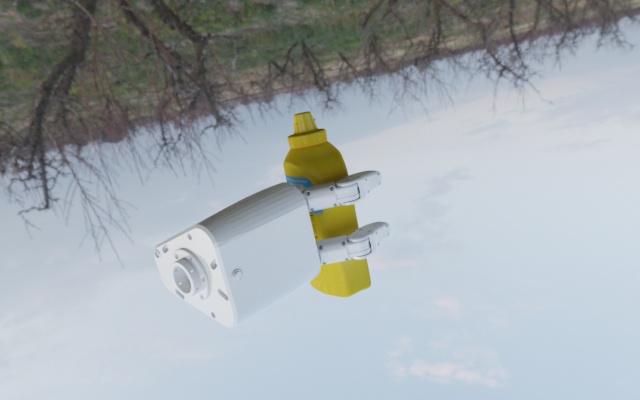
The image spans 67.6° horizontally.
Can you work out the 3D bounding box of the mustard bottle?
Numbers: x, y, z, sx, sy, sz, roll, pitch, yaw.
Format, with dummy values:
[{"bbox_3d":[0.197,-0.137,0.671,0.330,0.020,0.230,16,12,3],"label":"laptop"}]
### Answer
[{"bbox_3d":[0.000,0.002,0.510,0.058,0.192,0.096,-18,15,-23],"label":"mustard bottle"}]
